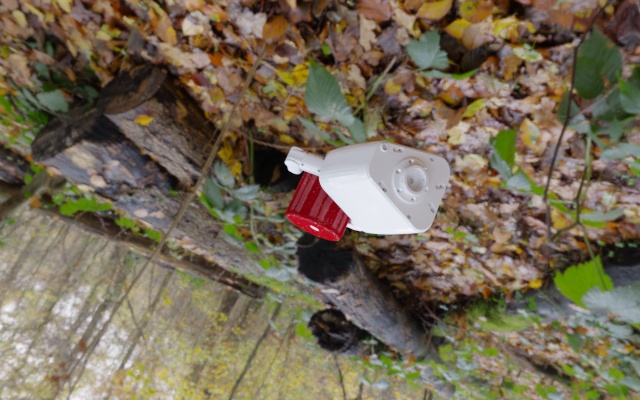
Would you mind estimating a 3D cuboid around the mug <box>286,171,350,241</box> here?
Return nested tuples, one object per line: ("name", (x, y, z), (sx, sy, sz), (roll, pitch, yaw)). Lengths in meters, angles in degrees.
("mug", (-0.001, 0.002, 0.650), (0.093, 0.081, 0.117), (30, -15, -21))
